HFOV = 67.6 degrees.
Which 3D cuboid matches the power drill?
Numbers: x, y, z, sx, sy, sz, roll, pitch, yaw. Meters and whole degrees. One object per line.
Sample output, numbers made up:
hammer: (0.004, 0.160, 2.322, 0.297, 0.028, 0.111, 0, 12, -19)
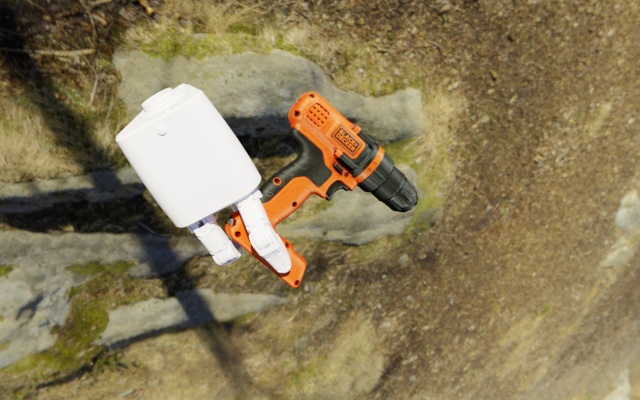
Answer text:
power drill: (0.000, 0.002, 0.537, 0.184, 0.187, 0.057, 40, -9, -13)
